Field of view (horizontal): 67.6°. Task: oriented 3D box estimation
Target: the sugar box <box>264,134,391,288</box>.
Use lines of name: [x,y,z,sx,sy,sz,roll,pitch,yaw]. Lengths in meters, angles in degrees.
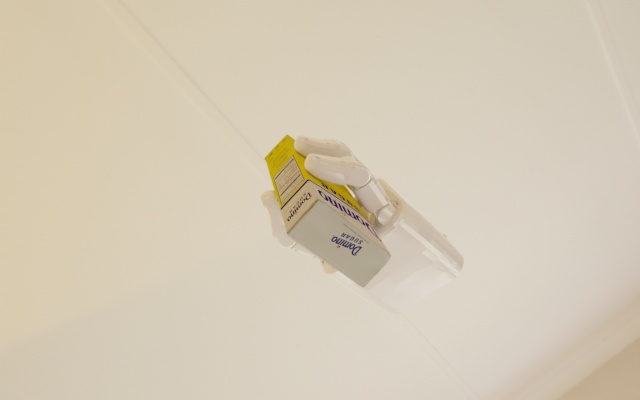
sugar box: [0.001,0.001,0.466,0.093,0.048,0.176,38,9,-26]
